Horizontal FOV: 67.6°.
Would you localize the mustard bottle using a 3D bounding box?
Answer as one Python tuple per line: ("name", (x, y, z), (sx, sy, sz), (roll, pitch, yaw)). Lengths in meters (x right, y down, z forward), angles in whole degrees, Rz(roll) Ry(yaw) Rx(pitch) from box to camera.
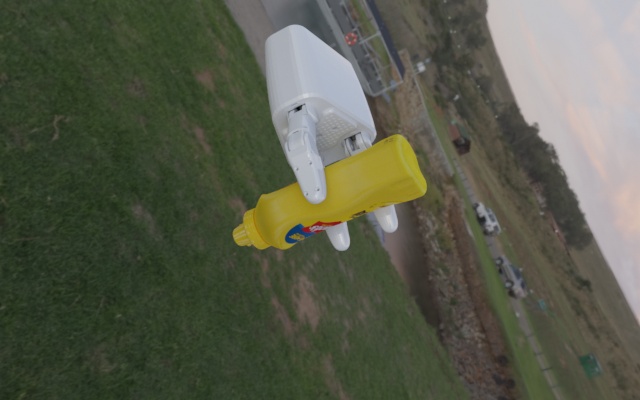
("mustard bottle", (0.000, 0.002, 0.453), (0.191, 0.058, 0.096), (-22, -9, 17))
